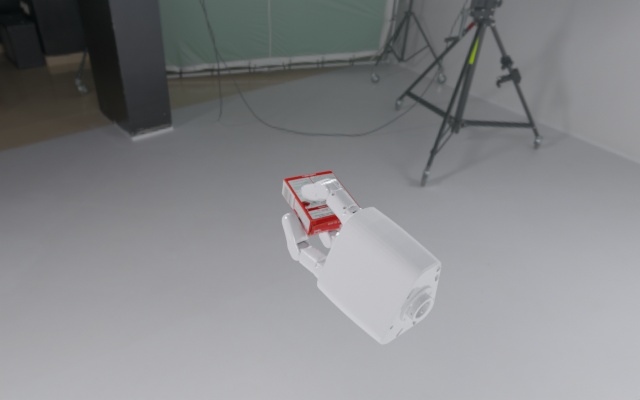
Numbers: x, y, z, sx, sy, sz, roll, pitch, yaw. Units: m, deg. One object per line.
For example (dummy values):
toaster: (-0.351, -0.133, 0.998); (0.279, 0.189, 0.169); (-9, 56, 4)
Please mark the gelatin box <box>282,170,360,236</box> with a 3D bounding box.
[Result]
gelatin box: (0.000, 0.001, 0.626); (0.073, 0.030, 0.089); (-12, 46, -26)
